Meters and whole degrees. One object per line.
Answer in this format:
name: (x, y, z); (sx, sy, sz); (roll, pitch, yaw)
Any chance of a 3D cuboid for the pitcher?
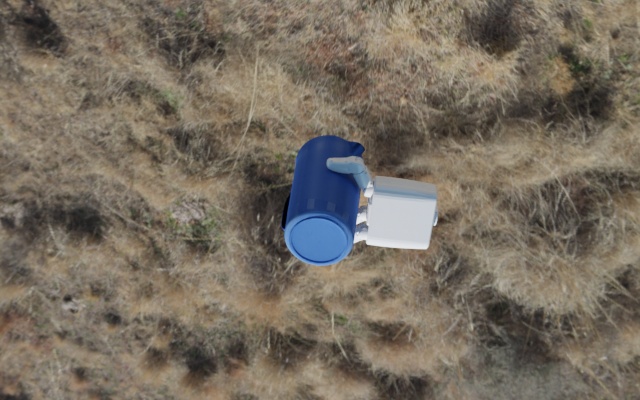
pitcher: (0.000, 0.003, 0.828); (0.145, 0.149, 0.242); (6, 33, 2)
